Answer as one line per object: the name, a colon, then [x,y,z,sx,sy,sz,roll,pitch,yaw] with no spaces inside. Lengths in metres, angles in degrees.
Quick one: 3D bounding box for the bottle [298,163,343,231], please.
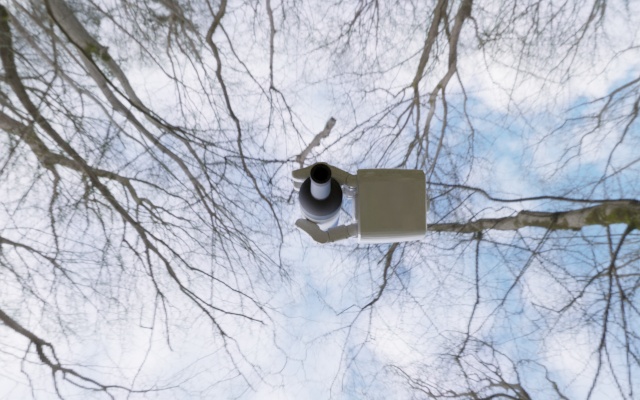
bottle: [0.000,0.003,0.744,0.069,0.069,0.296,0,-14,0]
